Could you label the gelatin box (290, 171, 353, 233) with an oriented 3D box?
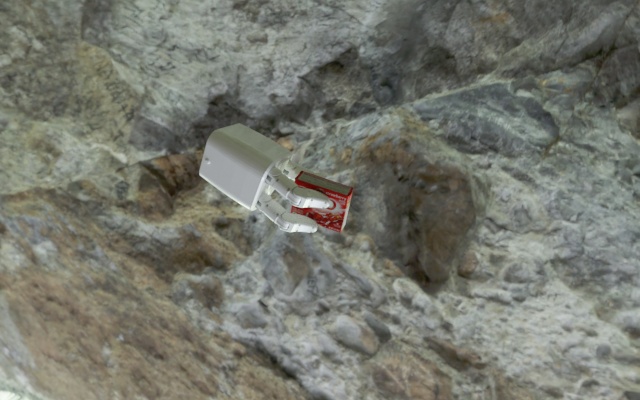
[{"bbox_3d":[0.001,0.002,0.742,0.089,0.073,0.030,19,37,11],"label":"gelatin box"}]
